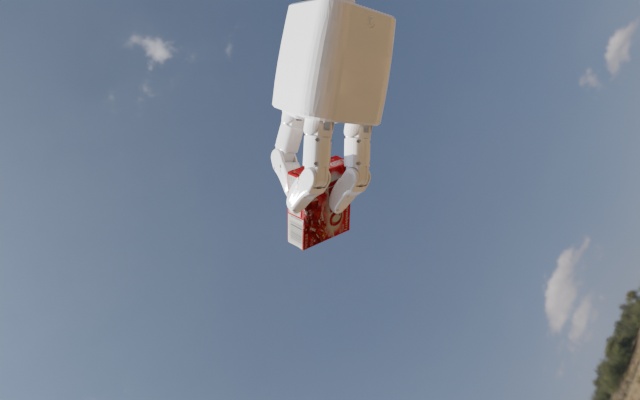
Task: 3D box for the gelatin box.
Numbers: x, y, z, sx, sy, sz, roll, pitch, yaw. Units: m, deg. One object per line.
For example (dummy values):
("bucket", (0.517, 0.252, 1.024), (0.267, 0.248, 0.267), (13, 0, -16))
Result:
("gelatin box", (0.000, 0.002, 0.529), (0.073, 0.089, 0.030), (-21, 33, -38))
